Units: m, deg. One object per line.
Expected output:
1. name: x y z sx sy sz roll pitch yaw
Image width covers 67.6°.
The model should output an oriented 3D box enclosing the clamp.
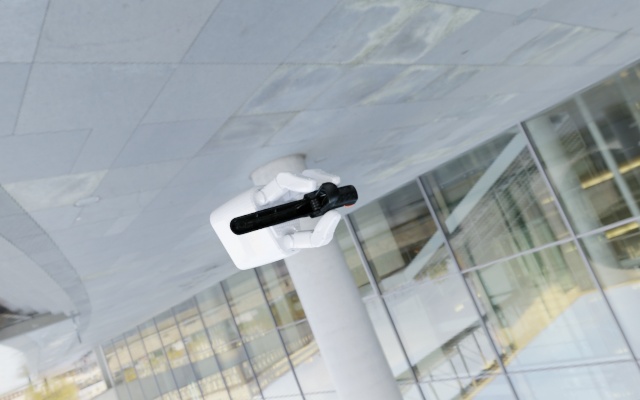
1. clamp: 0.000 0.003 0.660 0.164 0.036 0.210 -20 -5 37
